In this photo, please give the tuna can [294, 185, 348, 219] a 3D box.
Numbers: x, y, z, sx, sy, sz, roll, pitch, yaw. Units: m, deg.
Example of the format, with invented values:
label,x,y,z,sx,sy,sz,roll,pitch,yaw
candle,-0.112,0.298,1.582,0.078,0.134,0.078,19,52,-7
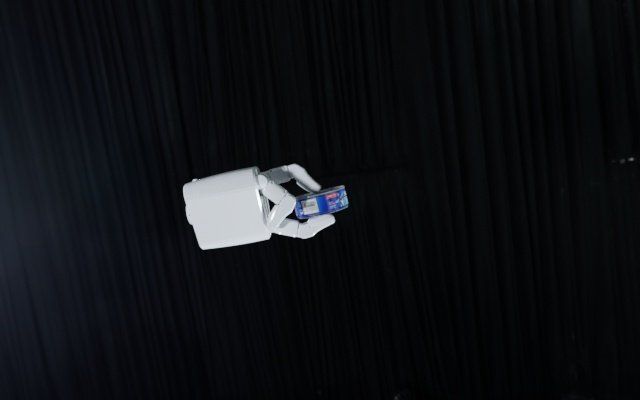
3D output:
label,x,y,z,sx,sy,sz,roll,pitch,yaw
tuna can,0.000,0.003,0.755,0.086,0.034,0.086,-14,4,1
